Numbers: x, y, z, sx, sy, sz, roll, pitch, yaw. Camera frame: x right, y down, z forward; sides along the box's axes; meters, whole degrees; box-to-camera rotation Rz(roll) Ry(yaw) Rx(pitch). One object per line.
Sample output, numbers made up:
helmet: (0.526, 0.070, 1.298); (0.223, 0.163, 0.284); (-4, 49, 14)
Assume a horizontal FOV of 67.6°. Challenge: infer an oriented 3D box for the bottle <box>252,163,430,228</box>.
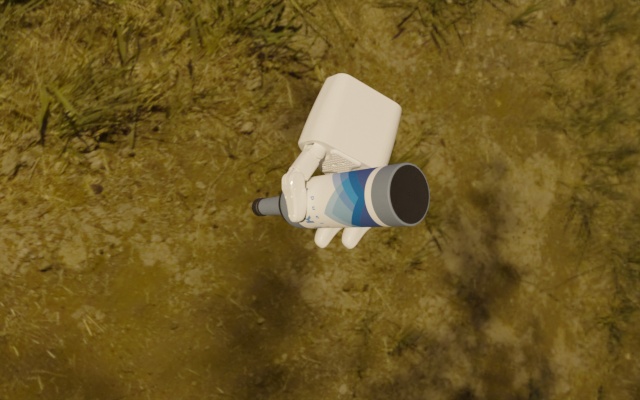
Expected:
bottle: (0.000, 0.002, 0.609); (0.069, 0.069, 0.296); (0, -3, -39)
